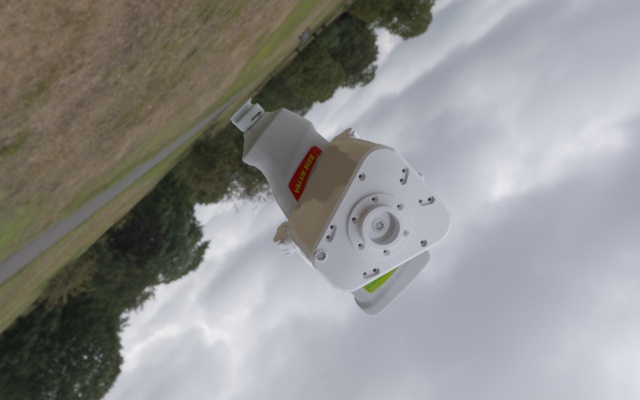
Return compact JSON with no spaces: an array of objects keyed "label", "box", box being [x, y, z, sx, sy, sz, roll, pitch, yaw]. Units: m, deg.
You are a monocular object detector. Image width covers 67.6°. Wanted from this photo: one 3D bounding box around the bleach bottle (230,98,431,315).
[{"label":"bleach bottle","box":[0.000,0.002,0.501,0.251,0.102,0.068,45,-2,-14]}]
